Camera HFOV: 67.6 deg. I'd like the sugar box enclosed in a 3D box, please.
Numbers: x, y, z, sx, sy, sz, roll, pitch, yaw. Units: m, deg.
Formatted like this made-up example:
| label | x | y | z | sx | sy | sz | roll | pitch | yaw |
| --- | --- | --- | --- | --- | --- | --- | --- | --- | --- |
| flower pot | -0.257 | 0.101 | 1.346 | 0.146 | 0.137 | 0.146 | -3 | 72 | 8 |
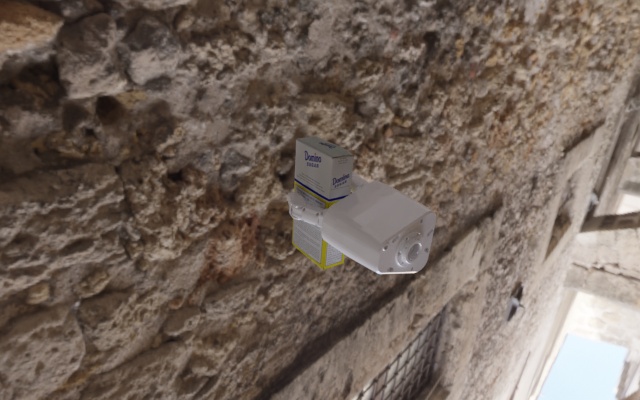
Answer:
| label | x | y | z | sx | sy | sz | roll | pitch | yaw |
| --- | --- | --- | --- | --- | --- | --- | --- | --- | --- |
| sugar box | 0.001 | 0.002 | 0.707 | 0.048 | 0.176 | 0.093 | -11 | 29 | -35 |
